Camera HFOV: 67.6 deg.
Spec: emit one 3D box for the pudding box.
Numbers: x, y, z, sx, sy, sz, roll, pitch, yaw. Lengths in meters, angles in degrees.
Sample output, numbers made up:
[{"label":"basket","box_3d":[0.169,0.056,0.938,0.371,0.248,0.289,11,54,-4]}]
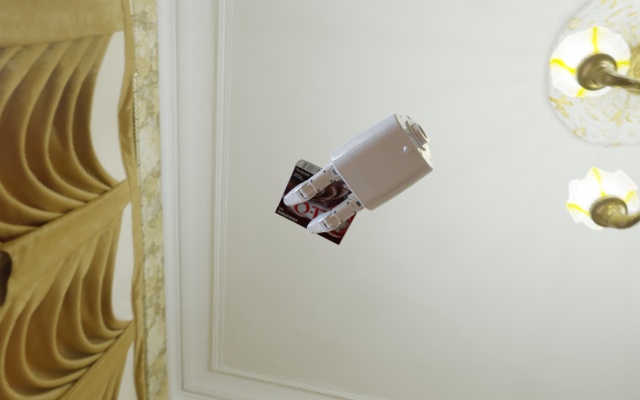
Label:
[{"label":"pudding box","box_3d":[0.000,0.002,0.714,0.113,0.090,0.039,28,28,3]}]
